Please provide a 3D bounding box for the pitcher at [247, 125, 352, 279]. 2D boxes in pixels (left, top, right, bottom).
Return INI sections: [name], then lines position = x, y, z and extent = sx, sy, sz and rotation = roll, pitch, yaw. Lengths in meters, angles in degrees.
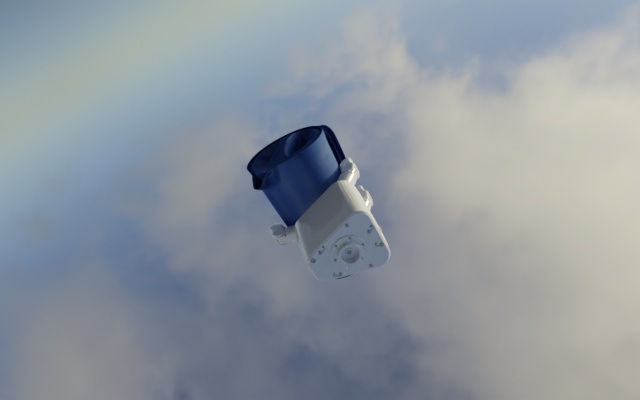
[pitcher]
position = 0.000, 0.003, 0.794
extent = 0.149, 0.243, 0.145
rotation = -28, 24, 3
